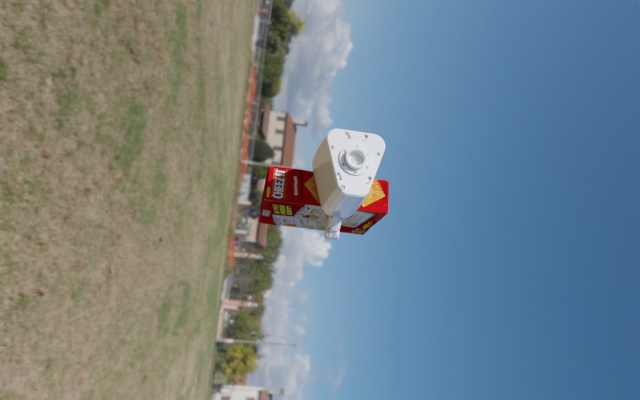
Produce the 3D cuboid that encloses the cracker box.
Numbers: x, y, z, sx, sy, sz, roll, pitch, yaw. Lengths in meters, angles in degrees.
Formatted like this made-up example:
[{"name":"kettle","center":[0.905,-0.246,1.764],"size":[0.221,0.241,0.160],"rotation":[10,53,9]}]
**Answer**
[{"name":"cracker box","center":[0.000,0.003,0.880],"size":[0.214,0.072,0.164],"rotation":[7,-18,-8]}]
